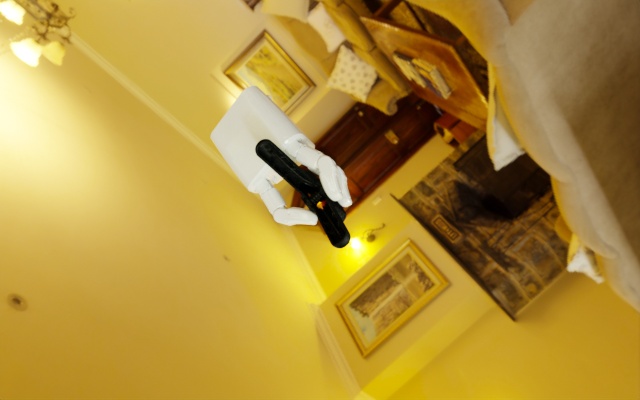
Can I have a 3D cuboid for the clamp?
[{"bbox_3d":[-0.001,0.003,0.652,0.036,0.164,0.210,-40,-16,7],"label":"clamp"}]
